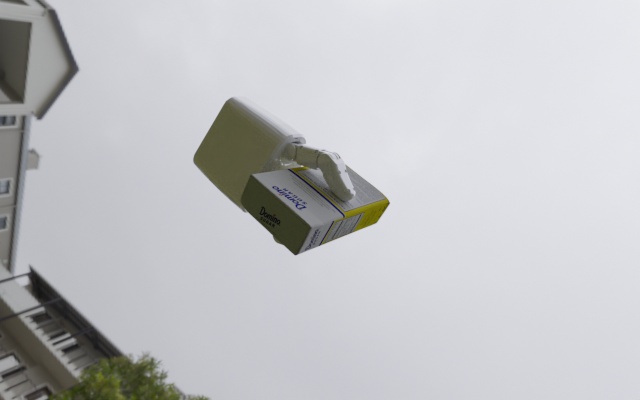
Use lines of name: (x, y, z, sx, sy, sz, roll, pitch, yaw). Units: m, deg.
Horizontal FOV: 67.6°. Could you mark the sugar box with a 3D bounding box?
sugar box: (0.000, 0.002, 0.555, 0.093, 0.048, 0.176, 40, 31, 23)
